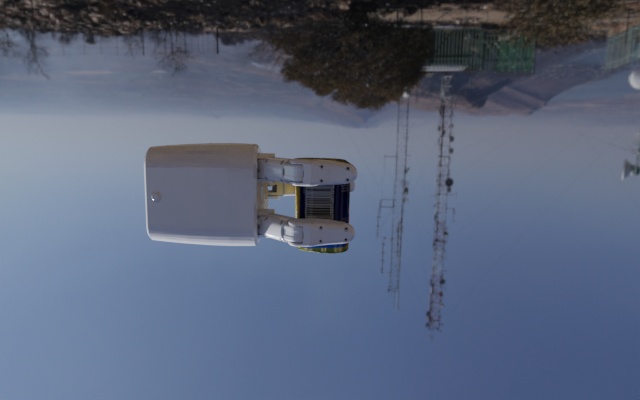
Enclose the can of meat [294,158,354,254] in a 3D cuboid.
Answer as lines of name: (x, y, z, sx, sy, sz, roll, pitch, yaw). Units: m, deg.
can of meat: (0.000, 0.002, 0.491, 0.057, 0.084, 0.102, 1, 9, -4)
